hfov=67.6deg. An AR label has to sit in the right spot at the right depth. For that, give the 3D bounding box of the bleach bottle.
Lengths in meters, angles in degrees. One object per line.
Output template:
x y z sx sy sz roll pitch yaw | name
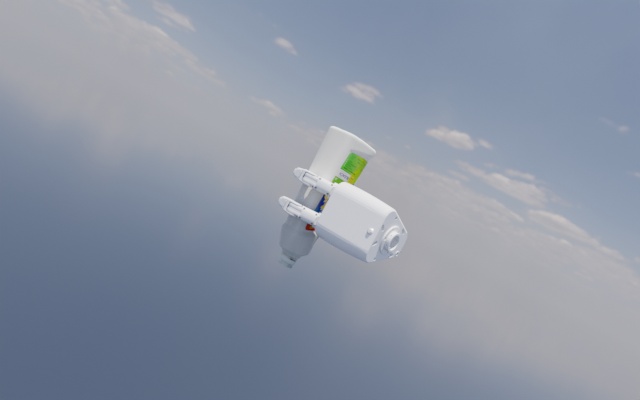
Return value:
0.000 0.003 0.834 0.068 0.251 0.102 29 3 34 | bleach bottle
